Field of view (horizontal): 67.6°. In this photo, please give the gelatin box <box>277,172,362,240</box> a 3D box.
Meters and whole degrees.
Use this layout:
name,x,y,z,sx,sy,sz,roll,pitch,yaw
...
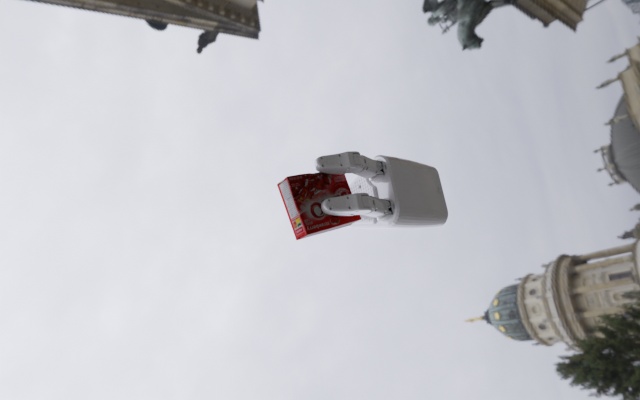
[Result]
name,x,y,z,sx,sy,sz,roll,pitch,yaw
gelatin box,0.000,0.002,0.584,0.089,0.073,0.030,-13,-11,-36
